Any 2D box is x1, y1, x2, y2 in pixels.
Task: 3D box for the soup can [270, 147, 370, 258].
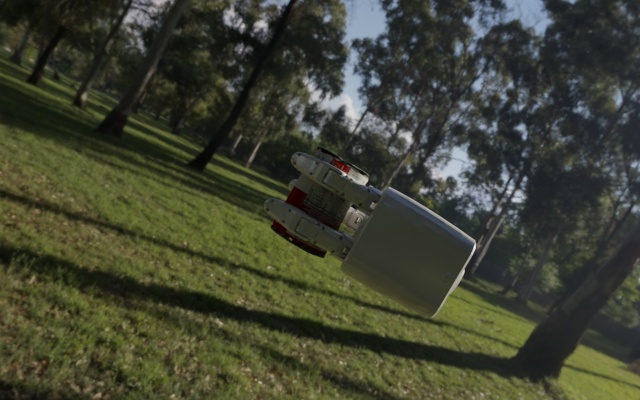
[{"bbox_3d":[0.000,0.001,0.518,0.068,0.102,0.068,30,2,-1],"label":"soup can"}]
